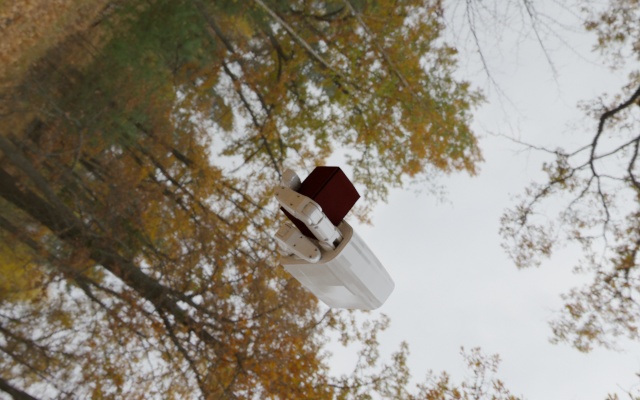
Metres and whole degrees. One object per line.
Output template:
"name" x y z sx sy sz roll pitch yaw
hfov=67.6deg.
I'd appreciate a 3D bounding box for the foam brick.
"foam brick" 0.000 0.002 0.587 0.051 0.078 0.053 49 -19 -26
